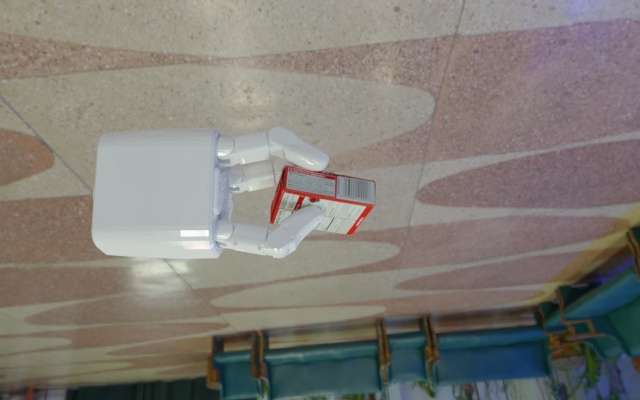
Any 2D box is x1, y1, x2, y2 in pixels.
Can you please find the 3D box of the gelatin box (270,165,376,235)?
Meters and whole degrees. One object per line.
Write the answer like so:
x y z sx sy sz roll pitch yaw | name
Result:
0.000 0.002 0.460 0.089 0.030 0.073 10 -28 -10 | gelatin box
